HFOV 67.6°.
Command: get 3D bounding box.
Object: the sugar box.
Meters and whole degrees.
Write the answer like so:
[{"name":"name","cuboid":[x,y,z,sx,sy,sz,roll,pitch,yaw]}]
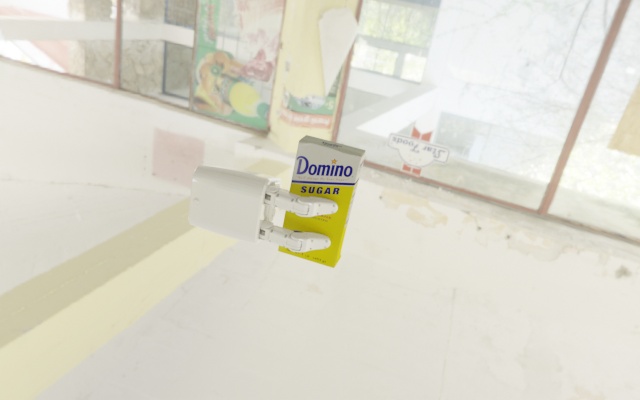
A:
[{"name":"sugar box","cuboid":[0.000,0.003,0.694,0.093,0.176,0.048,15,23,9]}]
